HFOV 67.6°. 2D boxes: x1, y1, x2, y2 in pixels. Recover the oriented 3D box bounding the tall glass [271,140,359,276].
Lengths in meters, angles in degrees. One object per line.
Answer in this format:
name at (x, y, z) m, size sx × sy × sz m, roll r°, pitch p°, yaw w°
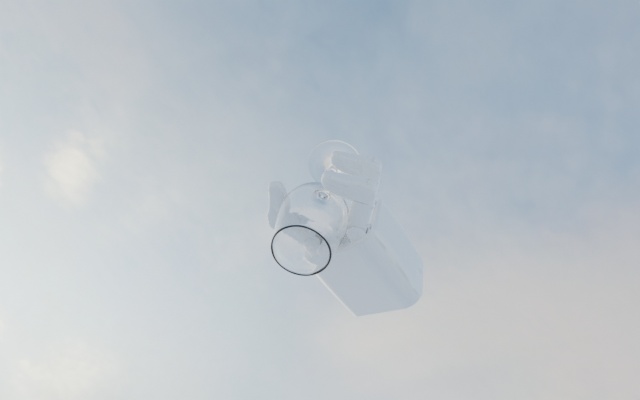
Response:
tall glass at (0.000, 0.001, 0.555) m, size 0.079 × 0.079 × 0.201 m, roll 0°, pitch 29°, yaw 13°
